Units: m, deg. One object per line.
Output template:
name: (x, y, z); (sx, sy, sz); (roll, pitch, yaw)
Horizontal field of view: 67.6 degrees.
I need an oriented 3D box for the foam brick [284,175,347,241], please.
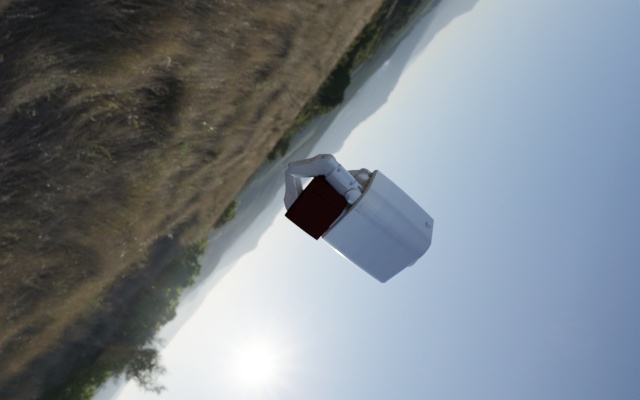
foam brick: (0.000, 0.002, 0.591); (0.051, 0.053, 0.078); (40, 28, -3)
